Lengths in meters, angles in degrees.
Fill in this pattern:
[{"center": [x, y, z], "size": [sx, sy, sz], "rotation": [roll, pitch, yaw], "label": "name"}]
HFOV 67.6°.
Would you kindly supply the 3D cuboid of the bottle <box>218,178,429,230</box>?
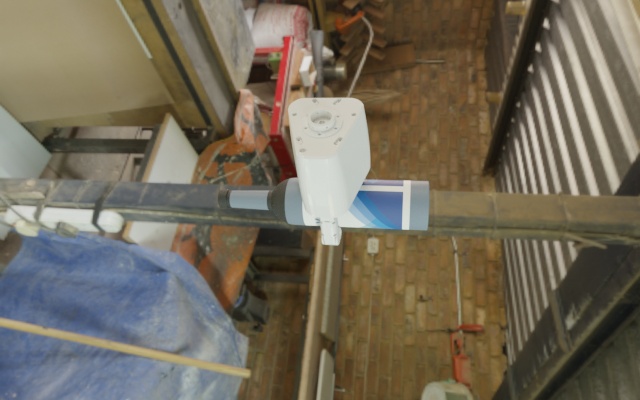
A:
[{"center": [0.000, 0.002, 0.669], "size": [0.296, 0.069, 0.069], "rotation": [2, 0, 10], "label": "bottle"}]
